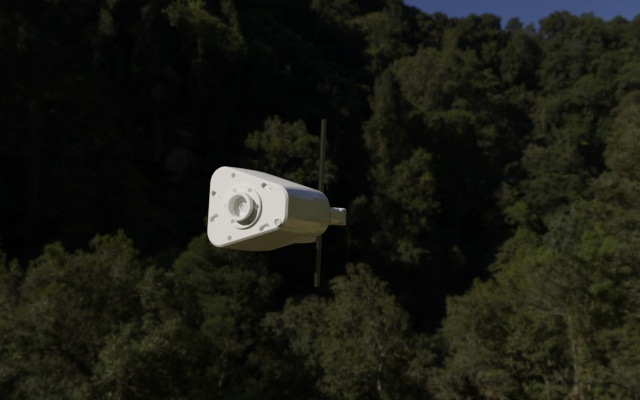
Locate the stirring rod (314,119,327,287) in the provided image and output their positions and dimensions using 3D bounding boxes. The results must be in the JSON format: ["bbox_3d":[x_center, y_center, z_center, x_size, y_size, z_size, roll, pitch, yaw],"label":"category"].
[{"bbox_3d":[0.000,0.002,0.686,0.011,0.239,0.011,2,-5,0],"label":"stirring rod"}]
